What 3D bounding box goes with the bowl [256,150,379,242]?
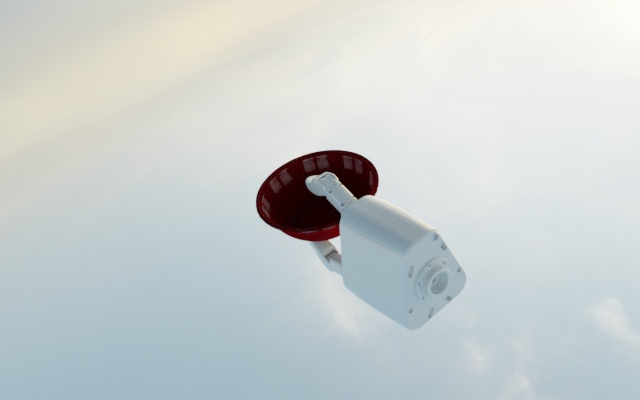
[{"bbox_3d":[0.000,0.002,0.625,0.162,0.055,0.162,-10,40,8],"label":"bowl"}]
